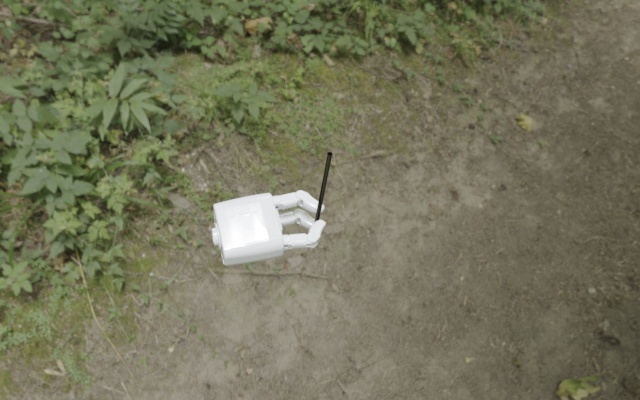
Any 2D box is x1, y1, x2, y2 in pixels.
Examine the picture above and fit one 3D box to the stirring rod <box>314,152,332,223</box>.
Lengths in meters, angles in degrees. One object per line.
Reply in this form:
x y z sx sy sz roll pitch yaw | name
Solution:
0.000 0.003 0.851 0.011 0.011 0.240 0 -40 -9 | stirring rod
